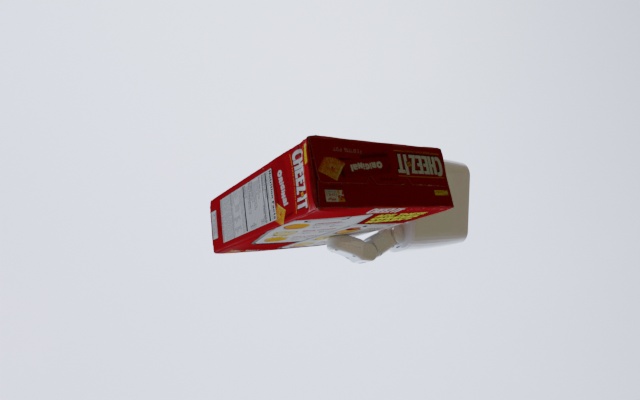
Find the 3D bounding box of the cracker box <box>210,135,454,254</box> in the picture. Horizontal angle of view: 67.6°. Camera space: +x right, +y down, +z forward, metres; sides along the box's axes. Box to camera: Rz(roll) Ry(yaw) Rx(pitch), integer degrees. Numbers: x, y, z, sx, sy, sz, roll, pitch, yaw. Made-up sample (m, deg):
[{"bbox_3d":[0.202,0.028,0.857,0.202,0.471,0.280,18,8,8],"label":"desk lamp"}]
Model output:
[{"bbox_3d":[0.000,0.002,0.503,0.164,0.072,0.214,-1,-14,-35],"label":"cracker box"}]
